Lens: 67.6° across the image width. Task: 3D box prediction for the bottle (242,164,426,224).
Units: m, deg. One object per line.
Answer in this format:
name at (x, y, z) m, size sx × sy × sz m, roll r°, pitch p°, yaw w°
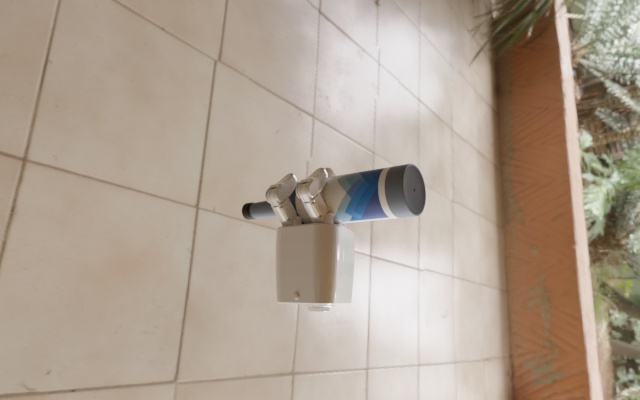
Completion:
bottle at (0.000, 0.002, 0.681) m, size 0.296 × 0.069 × 0.069 m, roll -8°, pitch -5°, yaw 36°
